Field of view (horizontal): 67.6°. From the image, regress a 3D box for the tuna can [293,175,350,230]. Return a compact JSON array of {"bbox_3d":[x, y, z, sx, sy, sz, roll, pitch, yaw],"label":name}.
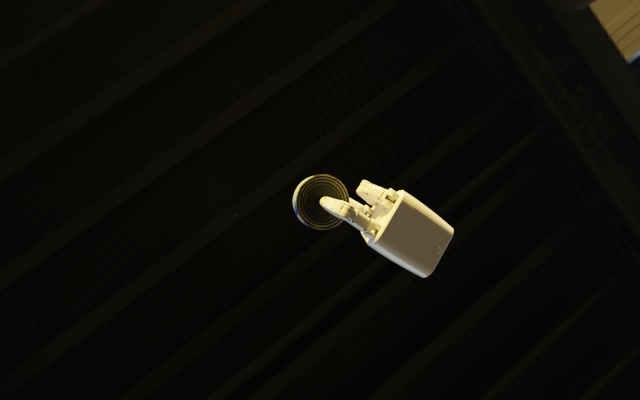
[{"bbox_3d":[0.000,0.002,0.752,0.086,0.086,0.034,0,1,-15],"label":"tuna can"}]
